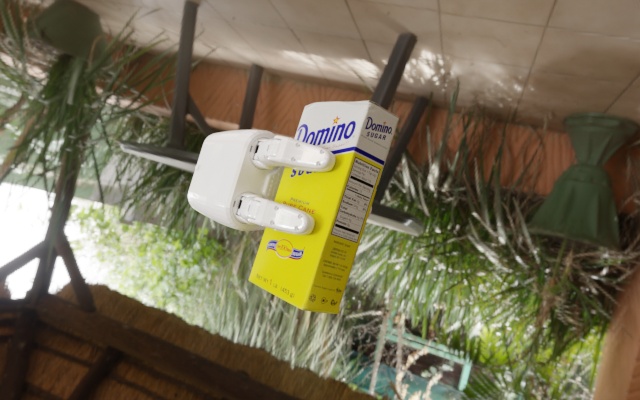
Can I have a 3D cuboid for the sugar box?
[{"bbox_3d":[0.000,0.001,0.421,0.048,0.176,0.093,18,-4,-38],"label":"sugar box"}]
